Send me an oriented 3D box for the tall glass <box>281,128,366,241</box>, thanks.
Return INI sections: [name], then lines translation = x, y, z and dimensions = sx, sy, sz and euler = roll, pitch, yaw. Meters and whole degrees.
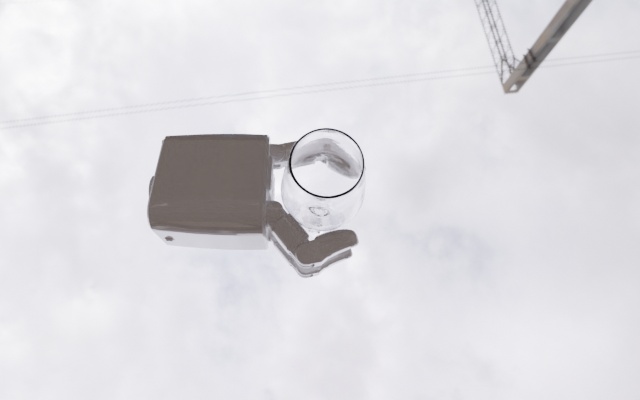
[tall glass]
translation = 0.000, 0.002, 0.477
dimensions = 0.079, 0.079, 0.201
euler = 0, -19, -3
